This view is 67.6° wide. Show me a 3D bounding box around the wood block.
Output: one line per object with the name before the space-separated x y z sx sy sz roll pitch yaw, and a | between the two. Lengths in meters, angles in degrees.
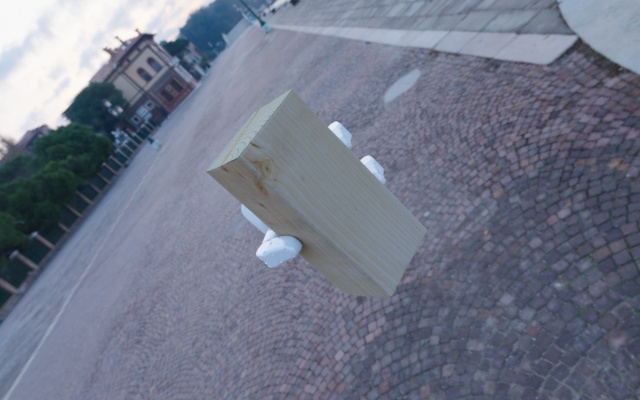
wood block | 0.000 0.002 0.489 0.206 0.090 0.090 43 -25 -20
